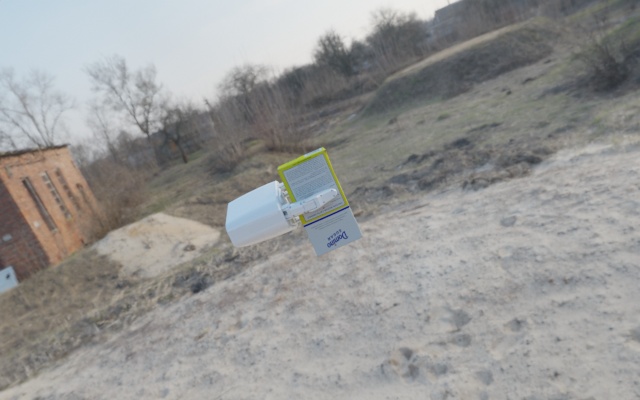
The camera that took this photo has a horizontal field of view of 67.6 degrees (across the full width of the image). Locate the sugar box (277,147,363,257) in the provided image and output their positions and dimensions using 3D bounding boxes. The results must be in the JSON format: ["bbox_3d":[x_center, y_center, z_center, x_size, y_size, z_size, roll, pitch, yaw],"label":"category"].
[{"bbox_3d":[0.000,0.003,0.866,0.093,0.176,0.048,-23,13,3],"label":"sugar box"}]
